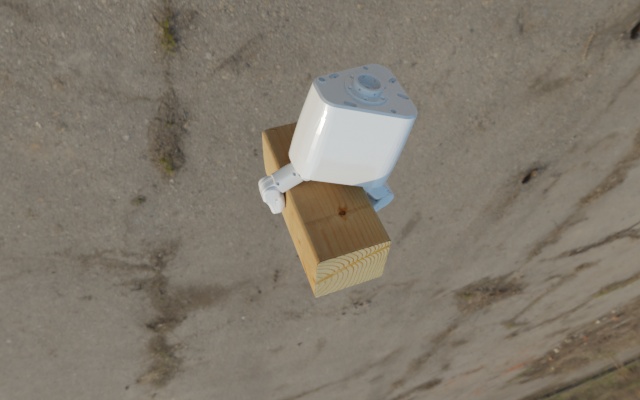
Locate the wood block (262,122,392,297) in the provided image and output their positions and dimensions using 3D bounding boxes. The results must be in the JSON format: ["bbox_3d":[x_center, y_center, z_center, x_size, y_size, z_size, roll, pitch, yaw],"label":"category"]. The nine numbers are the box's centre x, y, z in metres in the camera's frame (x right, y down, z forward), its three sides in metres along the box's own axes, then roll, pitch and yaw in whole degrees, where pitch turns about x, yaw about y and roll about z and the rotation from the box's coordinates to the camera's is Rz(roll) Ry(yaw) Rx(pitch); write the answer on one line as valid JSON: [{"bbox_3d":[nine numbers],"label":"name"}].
[{"bbox_3d":[0.000,0.002,0.605,0.091,0.206,0.090,-16,-34,-13],"label":"wood block"}]
